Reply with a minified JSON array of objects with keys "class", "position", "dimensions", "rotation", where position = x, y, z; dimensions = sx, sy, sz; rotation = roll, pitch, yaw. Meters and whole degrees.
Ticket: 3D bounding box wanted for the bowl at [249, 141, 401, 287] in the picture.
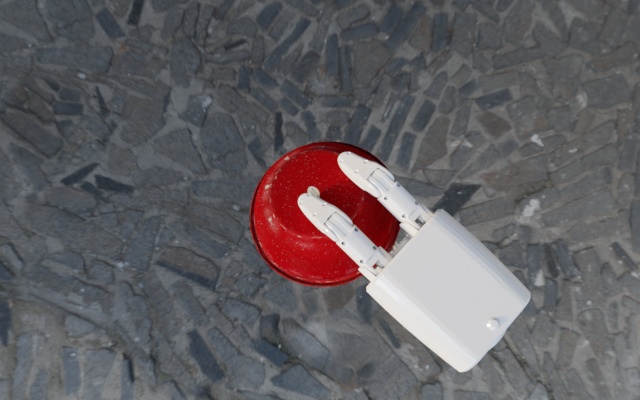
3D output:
[{"class":"bowl","position":[-0.001,0.001,0.478],"dimensions":[0.162,0.162,0.055],"rotation":[0,-20,10]}]
